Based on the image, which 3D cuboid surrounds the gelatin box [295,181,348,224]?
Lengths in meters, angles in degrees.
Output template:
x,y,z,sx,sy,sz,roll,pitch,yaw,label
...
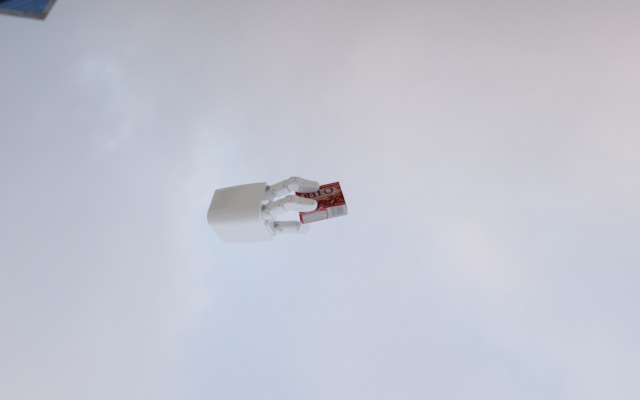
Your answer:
x,y,z,sx,sy,sz,roll,pitch,yaw,label
0.001,0.003,0.896,0.089,0.030,0.073,-12,38,-2,gelatin box
